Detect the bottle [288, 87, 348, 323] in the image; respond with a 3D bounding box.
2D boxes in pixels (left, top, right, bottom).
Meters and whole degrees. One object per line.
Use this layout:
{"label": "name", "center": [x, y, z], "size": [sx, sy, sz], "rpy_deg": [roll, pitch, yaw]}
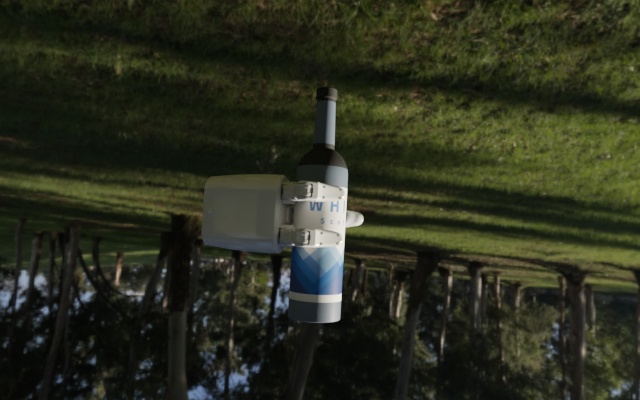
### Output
{"label": "bottle", "center": [0.000, 0.002, 0.614], "size": [0.069, 0.295, 0.069], "rpy_deg": [3, -4, 0]}
